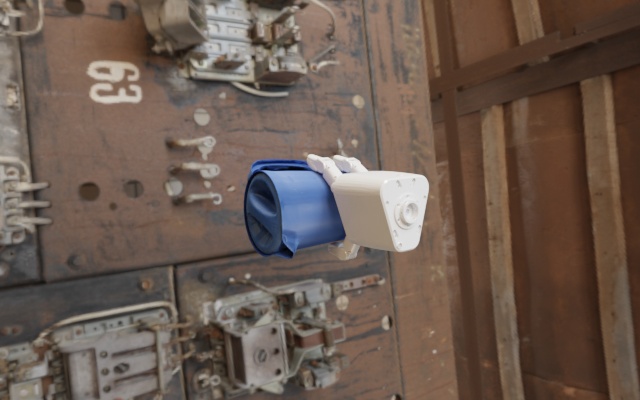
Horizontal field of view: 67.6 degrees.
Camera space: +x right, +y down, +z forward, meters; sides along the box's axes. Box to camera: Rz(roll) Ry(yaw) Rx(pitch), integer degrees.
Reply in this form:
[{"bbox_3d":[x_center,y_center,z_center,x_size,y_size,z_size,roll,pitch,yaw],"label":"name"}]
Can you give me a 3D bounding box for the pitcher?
[{"bbox_3d":[0.000,0.003,0.798,0.243,0.149,0.145,-6,7,-33],"label":"pitcher"}]
